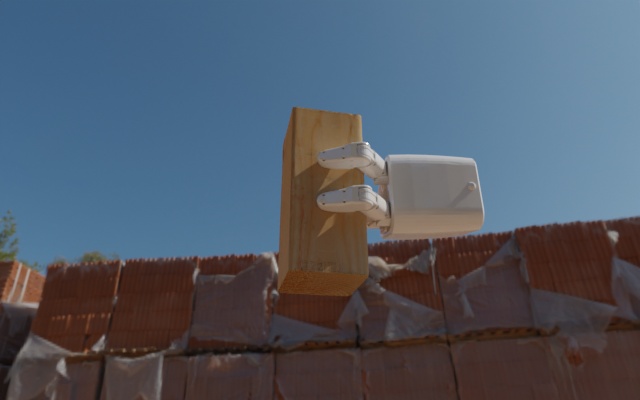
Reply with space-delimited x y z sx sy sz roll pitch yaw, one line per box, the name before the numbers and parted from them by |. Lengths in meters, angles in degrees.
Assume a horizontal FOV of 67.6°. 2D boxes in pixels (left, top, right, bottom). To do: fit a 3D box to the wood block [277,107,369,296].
wood block | 0.000 0.002 0.577 0.090 0.206 0.091 5 -27 -10
